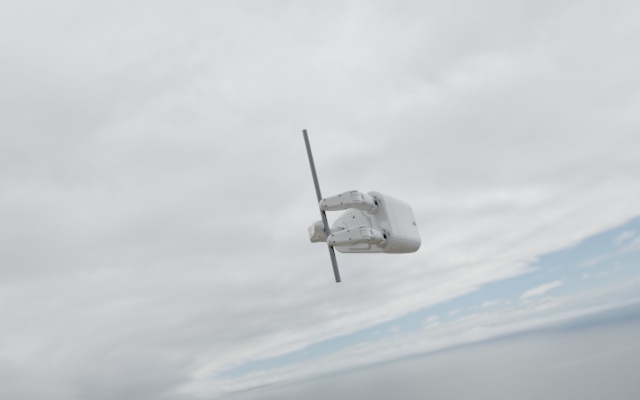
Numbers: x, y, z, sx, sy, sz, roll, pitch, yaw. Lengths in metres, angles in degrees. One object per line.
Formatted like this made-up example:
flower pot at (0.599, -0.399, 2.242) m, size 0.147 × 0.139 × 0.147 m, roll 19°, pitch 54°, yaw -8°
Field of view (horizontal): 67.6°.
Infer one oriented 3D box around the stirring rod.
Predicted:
stirring rod at (0.000, 0.002, 0.702) m, size 0.011 × 0.239 × 0.011 m, roll -11°, pitch -19°, yaw -4°
